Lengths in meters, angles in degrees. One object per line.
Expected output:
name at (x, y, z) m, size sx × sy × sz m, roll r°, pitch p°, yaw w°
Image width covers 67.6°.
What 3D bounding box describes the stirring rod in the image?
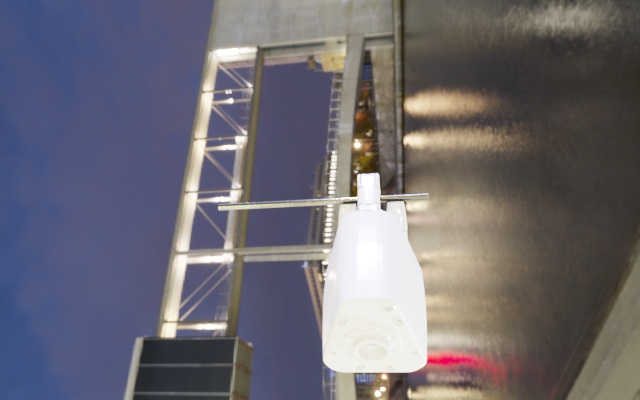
stirring rod at (0.000, 0.002, 0.544) m, size 0.239 × 0.011 × 0.011 m, roll -3°, pitch -1°, yaw 8°
